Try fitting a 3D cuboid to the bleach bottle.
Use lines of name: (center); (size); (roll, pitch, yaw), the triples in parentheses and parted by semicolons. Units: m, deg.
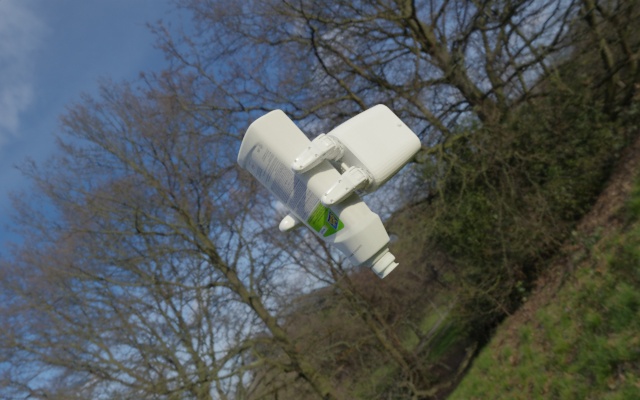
bleach bottle: (0.000, 0.002, 0.621); (0.068, 0.251, 0.103); (-36, -12, -33)
